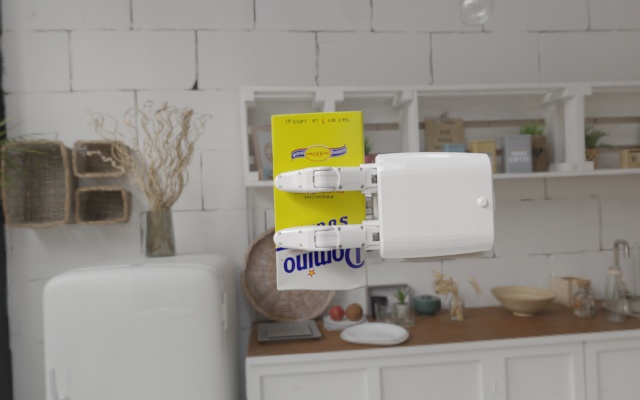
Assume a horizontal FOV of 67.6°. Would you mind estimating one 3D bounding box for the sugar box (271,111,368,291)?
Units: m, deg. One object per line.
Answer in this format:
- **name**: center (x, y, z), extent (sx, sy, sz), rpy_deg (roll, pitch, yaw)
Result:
- **sugar box**: center (0.000, 0.001, 0.487), extent (0.093, 0.176, 0.048), rpy_deg (-3, -1, 5)
